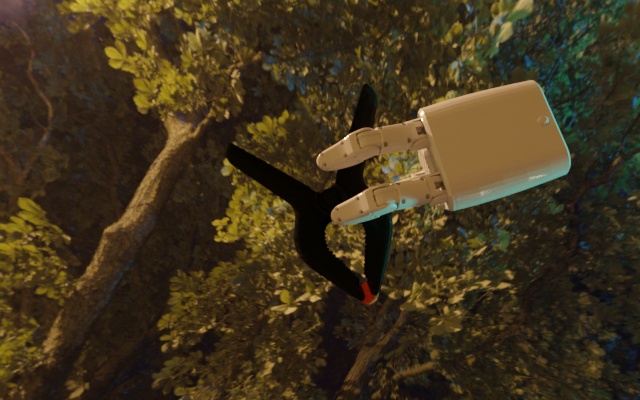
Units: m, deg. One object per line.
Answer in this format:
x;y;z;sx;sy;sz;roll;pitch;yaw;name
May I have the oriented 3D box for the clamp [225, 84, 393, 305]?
0.001;0.002;0.463;0.164;0.210;0.036;-16;-17;6;clamp
